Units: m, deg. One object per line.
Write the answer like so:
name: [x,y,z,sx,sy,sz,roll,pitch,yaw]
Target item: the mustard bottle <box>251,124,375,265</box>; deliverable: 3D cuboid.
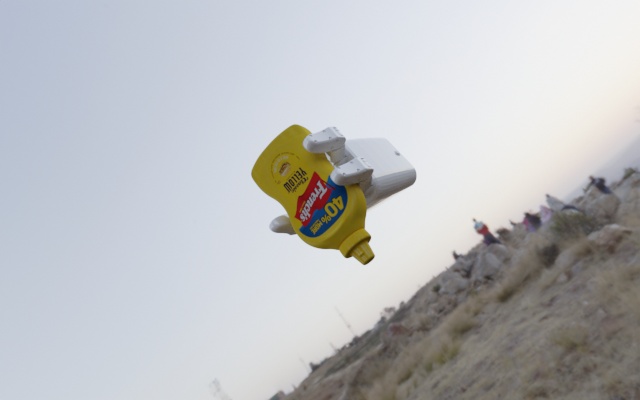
mustard bottle: [0.000,0.002,0.588,0.096,0.191,0.058,-46,-22,14]
